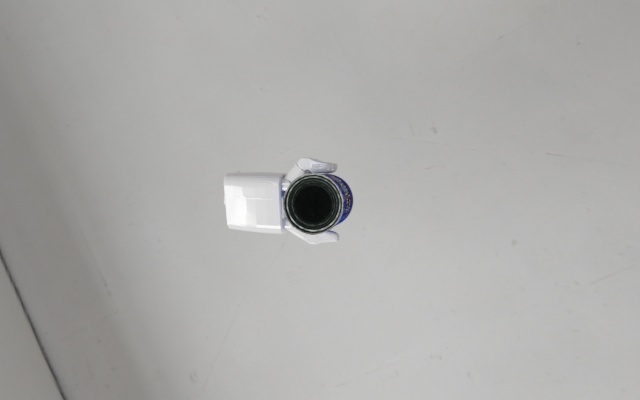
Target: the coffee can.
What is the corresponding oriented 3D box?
[{"bbox_3d":[0.000,0.003,0.851,0.103,0.103,0.140,0,2,10],"label":"coffee can"}]
